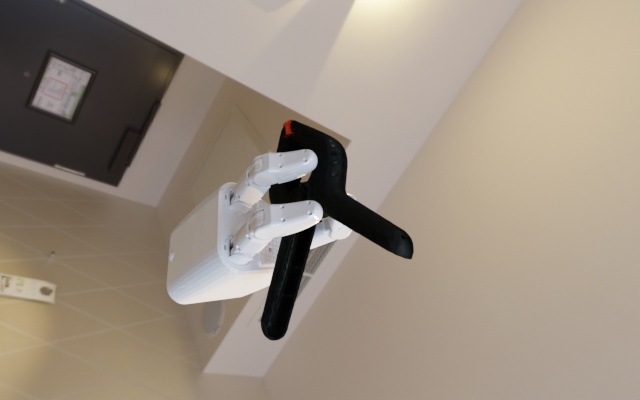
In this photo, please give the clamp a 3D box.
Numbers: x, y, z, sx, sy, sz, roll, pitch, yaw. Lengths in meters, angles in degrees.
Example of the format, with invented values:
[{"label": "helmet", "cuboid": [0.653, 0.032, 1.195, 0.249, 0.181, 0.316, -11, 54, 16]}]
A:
[{"label": "clamp", "cuboid": [0.000, 0.001, 0.430, 0.036, 0.209, 0.164, 24, -43, -39]}]
